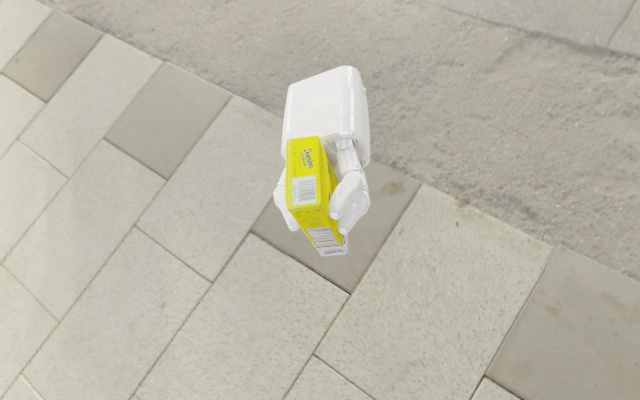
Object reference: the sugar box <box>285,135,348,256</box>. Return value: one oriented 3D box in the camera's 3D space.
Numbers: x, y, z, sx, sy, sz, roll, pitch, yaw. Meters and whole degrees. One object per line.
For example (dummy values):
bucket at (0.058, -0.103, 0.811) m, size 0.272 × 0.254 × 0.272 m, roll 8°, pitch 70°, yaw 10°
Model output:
sugar box at (0.001, 0.002, 0.613) m, size 0.048 × 0.093 × 0.176 m, roll -7°, pitch -24°, yaw 14°
